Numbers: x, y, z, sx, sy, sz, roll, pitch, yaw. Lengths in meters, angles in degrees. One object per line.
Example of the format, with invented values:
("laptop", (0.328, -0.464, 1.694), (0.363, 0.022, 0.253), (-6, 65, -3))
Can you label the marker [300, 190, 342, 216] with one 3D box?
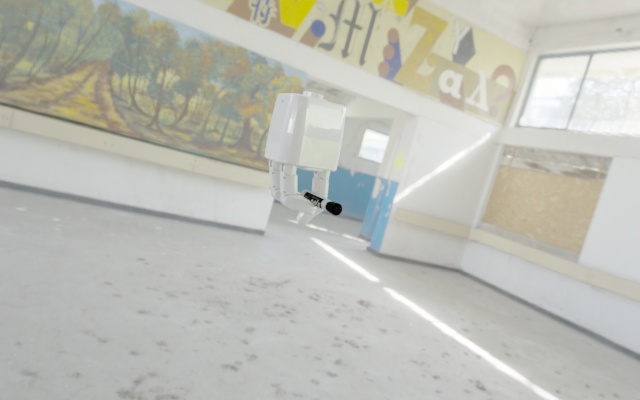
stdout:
("marker", (0.000, 0.003, 0.744), (0.020, 0.020, 0.121), (0, 11, -26))
